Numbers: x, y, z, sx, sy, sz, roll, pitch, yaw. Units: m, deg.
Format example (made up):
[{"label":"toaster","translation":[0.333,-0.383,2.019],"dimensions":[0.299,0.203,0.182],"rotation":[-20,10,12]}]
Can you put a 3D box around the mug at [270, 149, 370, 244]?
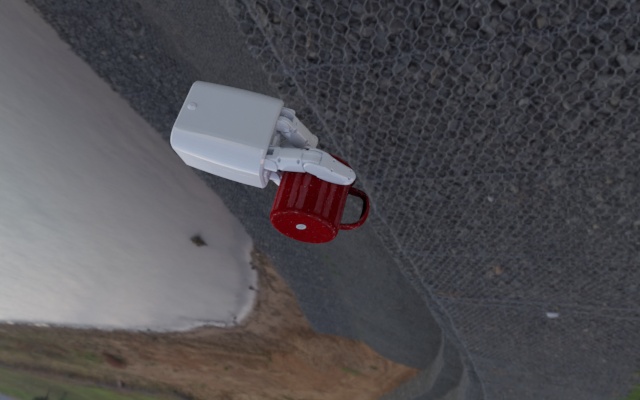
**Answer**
[{"label":"mug","translation":[0.001,0.002,0.567],"dimensions":[0.117,0.081,0.093],"rotation":[15,-28,0]}]
